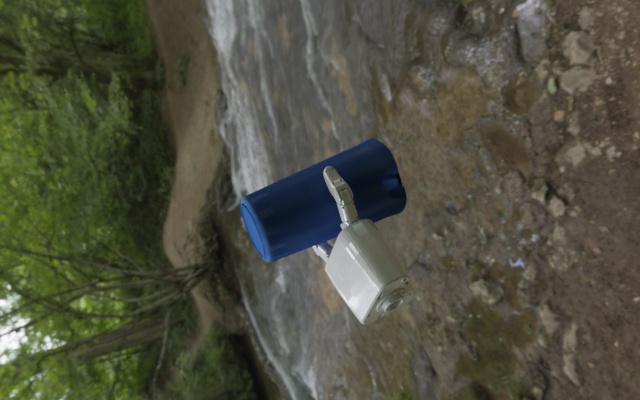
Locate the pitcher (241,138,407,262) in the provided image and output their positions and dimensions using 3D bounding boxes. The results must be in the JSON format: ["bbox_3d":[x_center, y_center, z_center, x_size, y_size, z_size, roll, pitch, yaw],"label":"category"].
[{"bbox_3d":[0.000,0.003,0.764,0.243,0.145,0.149,-22,-34,-18],"label":"pitcher"}]
